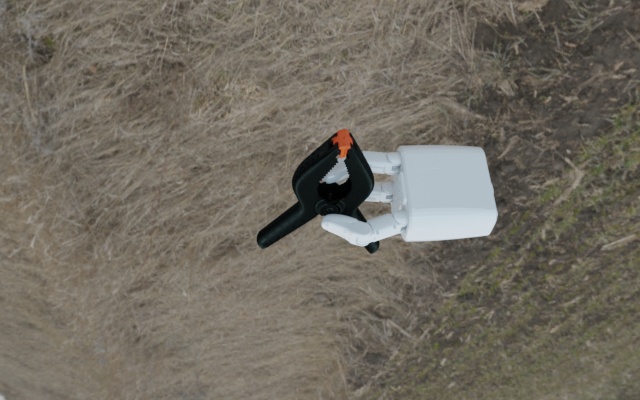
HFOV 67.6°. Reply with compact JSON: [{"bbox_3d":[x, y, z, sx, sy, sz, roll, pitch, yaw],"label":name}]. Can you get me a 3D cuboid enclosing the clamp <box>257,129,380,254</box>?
[{"bbox_3d":[0.000,0.002,0.572,0.164,0.036,0.210,-2,-39,-3],"label":"clamp"}]
